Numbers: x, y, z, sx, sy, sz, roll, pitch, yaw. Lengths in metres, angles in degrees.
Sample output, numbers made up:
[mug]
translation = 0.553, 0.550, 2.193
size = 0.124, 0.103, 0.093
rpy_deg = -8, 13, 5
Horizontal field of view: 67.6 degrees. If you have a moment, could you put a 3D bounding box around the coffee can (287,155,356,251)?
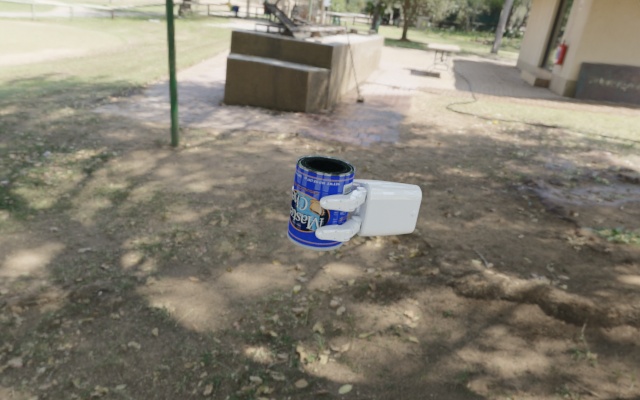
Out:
[coffee can]
translation = 0.000, 0.003, 0.832
size = 0.103, 0.140, 0.102
rpy_deg = 7, 21, -3
